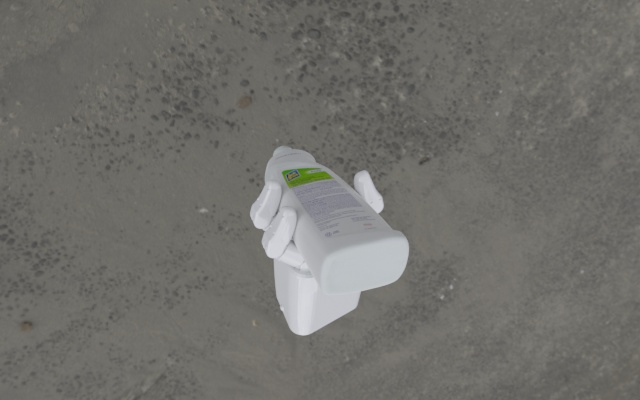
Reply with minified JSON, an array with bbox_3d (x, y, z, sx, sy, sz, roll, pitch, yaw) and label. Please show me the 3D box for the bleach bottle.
[{"bbox_3d":[0.000,0.002,0.573,0.102,0.068,0.250,-9,36,-19],"label":"bleach bottle"}]
